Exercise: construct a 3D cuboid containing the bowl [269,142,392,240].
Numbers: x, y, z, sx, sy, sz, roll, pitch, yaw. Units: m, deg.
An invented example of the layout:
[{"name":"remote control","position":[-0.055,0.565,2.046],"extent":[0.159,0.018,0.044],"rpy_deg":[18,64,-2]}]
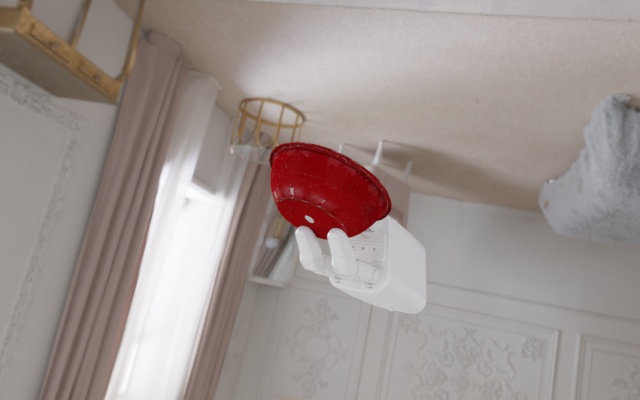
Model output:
[{"name":"bowl","position":[-0.001,0.001,0.572],"extent":[0.162,0.055,0.162],"rpy_deg":[22,-25,11]}]
